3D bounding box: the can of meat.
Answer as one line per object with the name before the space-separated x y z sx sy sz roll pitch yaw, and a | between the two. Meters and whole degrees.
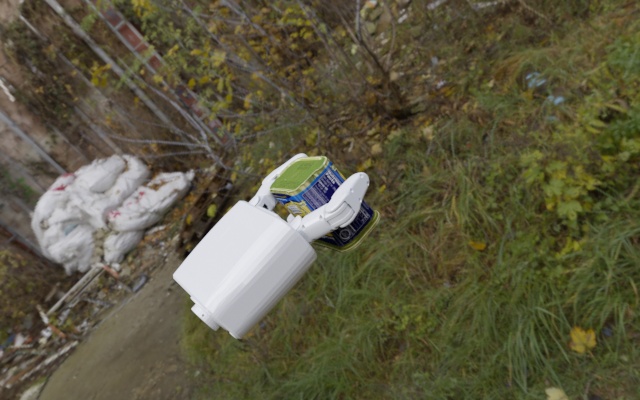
can of meat | 0.000 0.001 0.498 0.084 0.057 0.102 48 -16 -19
